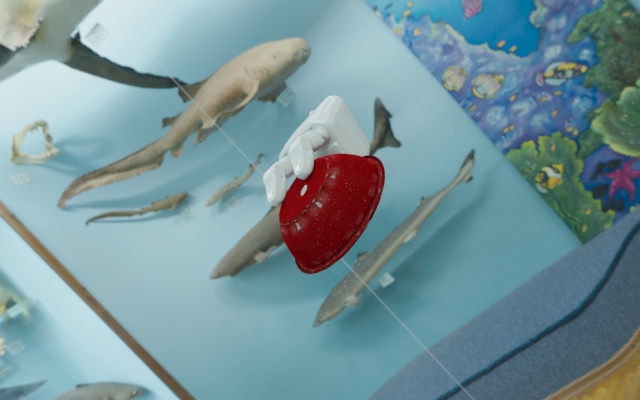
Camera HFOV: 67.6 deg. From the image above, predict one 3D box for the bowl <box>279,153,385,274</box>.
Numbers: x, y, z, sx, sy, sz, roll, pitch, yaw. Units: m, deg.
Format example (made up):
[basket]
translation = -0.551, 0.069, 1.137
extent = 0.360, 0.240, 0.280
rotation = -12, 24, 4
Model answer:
[bowl]
translation = 0.000, 0.002, 0.555
extent = 0.055, 0.162, 0.162
rotation = 33, -14, -23
